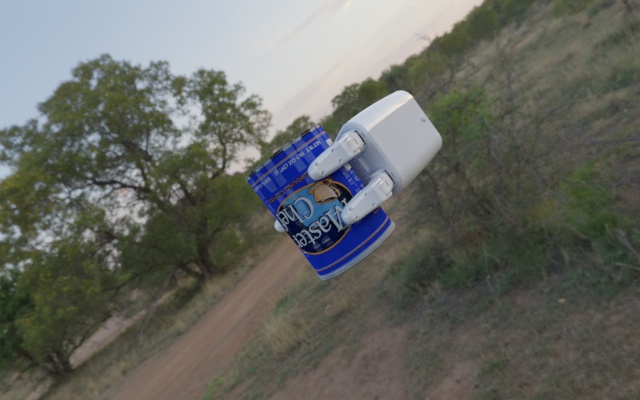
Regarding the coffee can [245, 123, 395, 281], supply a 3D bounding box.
[{"bbox_3d":[0.000,0.002,0.528,0.103,0.140,0.103,-37,4,3],"label":"coffee can"}]
